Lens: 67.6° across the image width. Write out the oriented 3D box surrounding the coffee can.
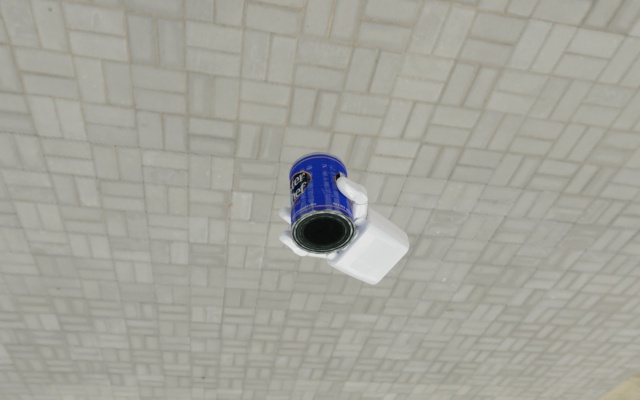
[{"bbox_3d":[0.000,0.002,0.788,0.103,0.103,0.140,0,44,-5],"label":"coffee can"}]
